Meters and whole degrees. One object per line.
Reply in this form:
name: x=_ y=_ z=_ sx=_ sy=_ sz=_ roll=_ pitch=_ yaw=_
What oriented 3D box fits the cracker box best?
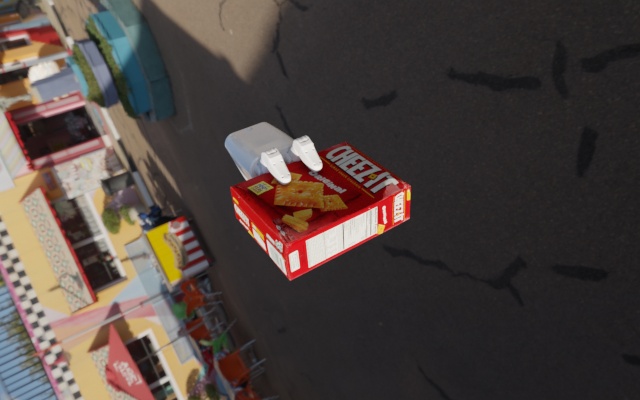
cracker box: x=0.000 y=0.003 z=0.708 sx=0.213 sy=0.072 sz=0.164 roll=-25 pitch=43 yaw=-24
